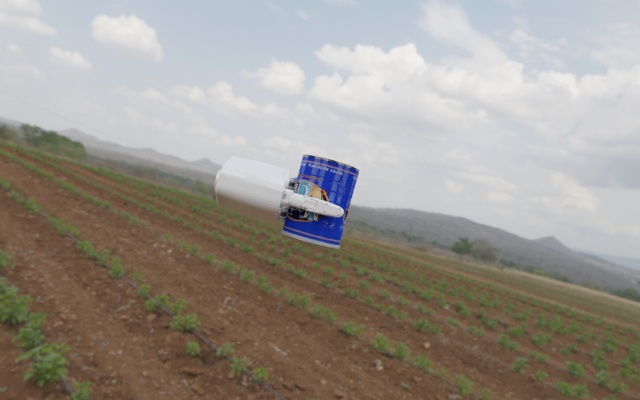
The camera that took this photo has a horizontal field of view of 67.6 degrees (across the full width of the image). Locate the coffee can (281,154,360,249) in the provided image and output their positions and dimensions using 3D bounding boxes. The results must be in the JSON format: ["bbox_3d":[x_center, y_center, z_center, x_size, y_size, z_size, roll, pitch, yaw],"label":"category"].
[{"bbox_3d":[0.000,0.003,0.819,0.103,0.140,0.103,15,-1,0],"label":"coffee can"}]
